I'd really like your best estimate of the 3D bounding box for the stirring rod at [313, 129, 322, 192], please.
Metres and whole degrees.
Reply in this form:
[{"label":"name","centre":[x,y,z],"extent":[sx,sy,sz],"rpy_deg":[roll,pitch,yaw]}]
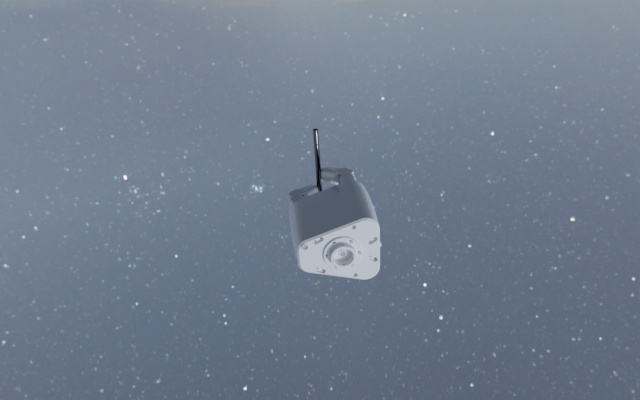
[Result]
[{"label":"stirring rod","centre":[0.000,0.002,0.756],"extent":[0.011,0.240,0.011],"rpy_deg":[-3,27,2]}]
